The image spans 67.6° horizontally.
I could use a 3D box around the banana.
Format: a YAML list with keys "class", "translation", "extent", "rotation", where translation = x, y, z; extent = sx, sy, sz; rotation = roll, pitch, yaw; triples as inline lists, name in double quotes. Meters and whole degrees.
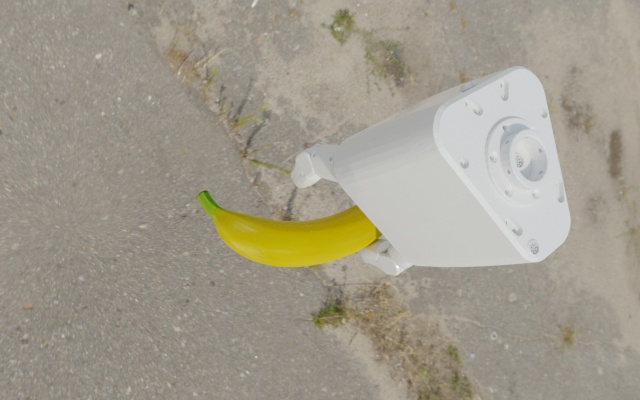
- class: "banana"
  translation: [-0.001, 0.020, 0.408]
  extent: [0.198, 0.069, 0.037]
  rotation: [-2, -8, -25]
